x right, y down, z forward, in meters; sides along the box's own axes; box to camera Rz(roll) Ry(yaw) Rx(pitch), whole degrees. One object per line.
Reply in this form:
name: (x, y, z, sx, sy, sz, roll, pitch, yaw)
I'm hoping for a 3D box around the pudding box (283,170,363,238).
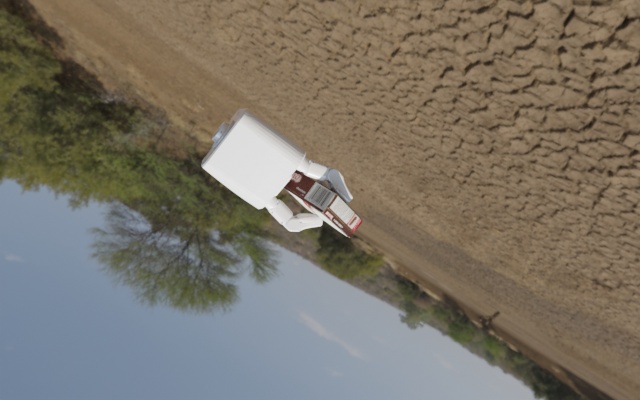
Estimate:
pudding box: (0.000, 0.003, 0.737, 0.113, 0.039, 0.090, 35, -5, 42)
